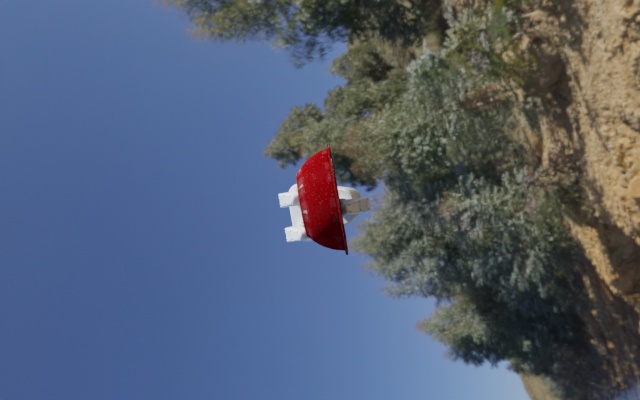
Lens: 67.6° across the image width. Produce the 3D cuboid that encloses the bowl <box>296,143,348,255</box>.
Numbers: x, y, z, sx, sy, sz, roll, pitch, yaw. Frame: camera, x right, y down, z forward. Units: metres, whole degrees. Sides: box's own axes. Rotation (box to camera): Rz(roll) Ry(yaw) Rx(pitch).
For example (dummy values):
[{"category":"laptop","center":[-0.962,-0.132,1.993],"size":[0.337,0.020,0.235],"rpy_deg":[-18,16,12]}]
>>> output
[{"category":"bowl","center":[0.000,0.002,0.682],"size":[0.055,0.162,0.162],"rpy_deg":[-10,0,1]}]
